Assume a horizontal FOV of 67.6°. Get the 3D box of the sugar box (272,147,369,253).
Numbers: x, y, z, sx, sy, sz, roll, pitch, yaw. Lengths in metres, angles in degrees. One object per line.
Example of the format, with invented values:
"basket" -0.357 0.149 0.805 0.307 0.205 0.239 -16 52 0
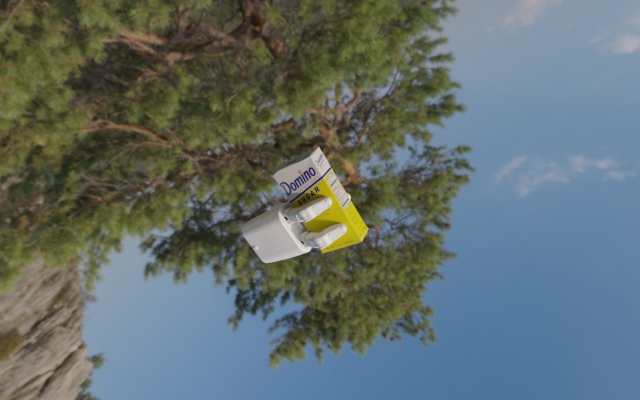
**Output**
"sugar box" 0.000 0.003 0.836 0.093 0.176 0.048 -22 20 35
